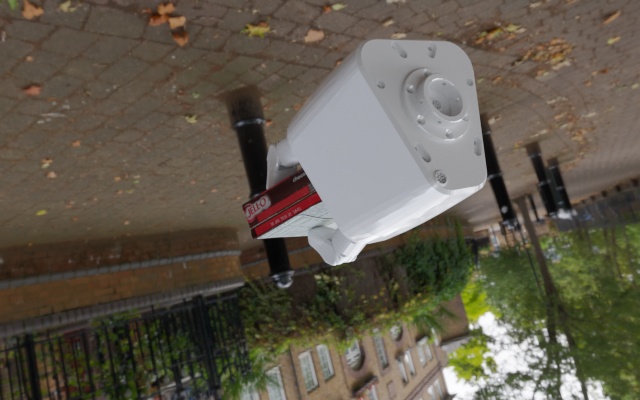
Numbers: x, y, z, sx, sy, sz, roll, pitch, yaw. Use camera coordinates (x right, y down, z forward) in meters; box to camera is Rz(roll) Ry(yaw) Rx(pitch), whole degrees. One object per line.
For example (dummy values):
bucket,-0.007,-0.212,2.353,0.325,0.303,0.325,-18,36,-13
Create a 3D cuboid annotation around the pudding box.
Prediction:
pudding box,0.000,0.002,0.433,0.090,0.039,0.113,-28,-18,31
